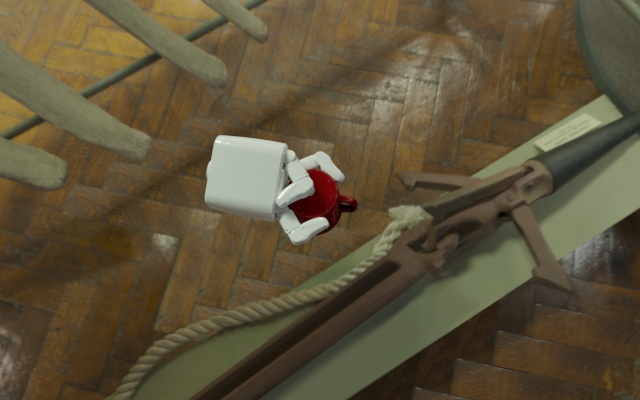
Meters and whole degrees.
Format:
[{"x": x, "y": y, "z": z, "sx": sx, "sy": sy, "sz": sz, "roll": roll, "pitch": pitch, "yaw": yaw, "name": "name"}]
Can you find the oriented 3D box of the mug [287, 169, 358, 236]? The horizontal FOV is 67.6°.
[{"x": 0.002, "y": 0.003, "z": 0.750, "sx": 0.117, "sy": 0.093, "sz": 0.081, "roll": 8, "pitch": -17, "yaw": 4, "name": "mug"}]
